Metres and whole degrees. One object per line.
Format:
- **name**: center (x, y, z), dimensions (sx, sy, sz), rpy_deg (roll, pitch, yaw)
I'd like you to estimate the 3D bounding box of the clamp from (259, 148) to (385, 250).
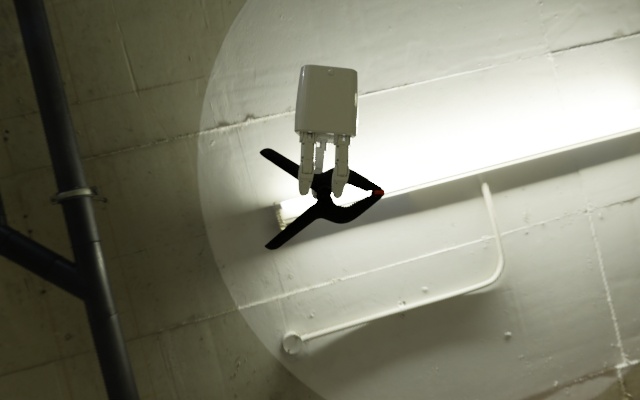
- **clamp**: center (0.001, 0.002, 0.787), dimensions (0.210, 0.164, 0.036), rpy_deg (4, -2, -8)
